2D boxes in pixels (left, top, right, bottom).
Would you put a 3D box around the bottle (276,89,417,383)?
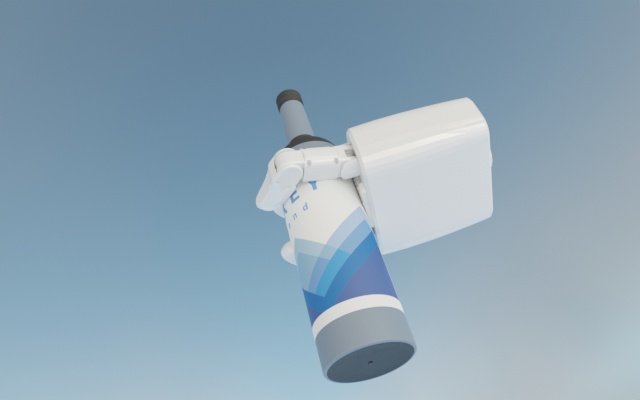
[{"bbox_3d":[0.000,0.002,0.416,0.069,0.295,0.069,-10,-40,-9],"label":"bottle"}]
